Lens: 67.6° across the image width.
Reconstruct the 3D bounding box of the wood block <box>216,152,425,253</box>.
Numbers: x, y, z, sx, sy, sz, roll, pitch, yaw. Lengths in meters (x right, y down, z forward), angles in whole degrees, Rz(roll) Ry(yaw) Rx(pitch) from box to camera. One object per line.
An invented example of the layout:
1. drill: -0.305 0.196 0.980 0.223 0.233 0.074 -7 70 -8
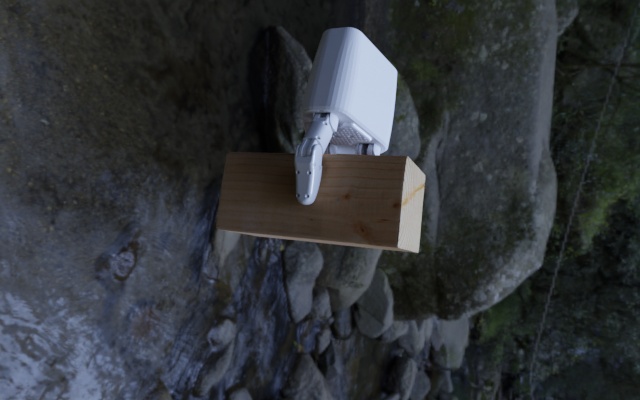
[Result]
1. wood block: 0.000 0.001 0.526 0.206 0.090 0.091 3 -8 24
